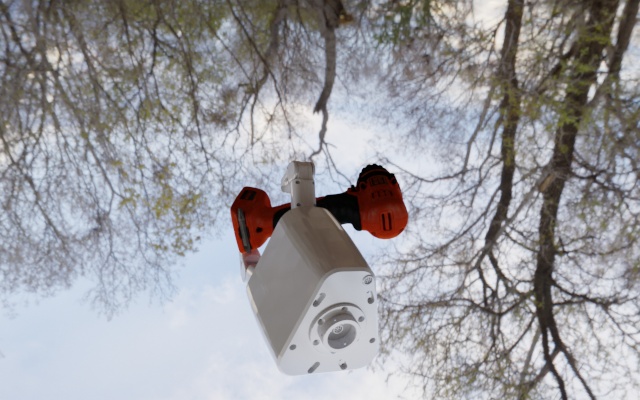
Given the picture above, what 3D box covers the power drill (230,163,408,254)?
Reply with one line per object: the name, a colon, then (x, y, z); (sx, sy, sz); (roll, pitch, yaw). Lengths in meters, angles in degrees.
power drill: (0.000, 0.002, 0.551); (0.187, 0.057, 0.184); (-9, 15, 4)
